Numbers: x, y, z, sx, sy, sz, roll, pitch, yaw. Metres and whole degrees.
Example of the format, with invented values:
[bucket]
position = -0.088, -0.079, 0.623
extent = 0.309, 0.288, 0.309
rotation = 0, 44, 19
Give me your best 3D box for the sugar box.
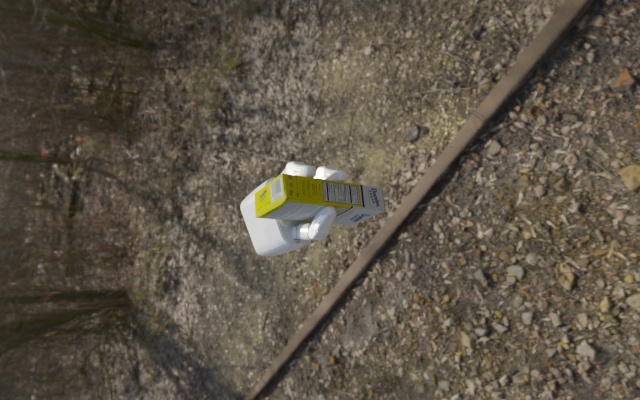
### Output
[sugar box]
position = 0.000, 0.002, 0.720
extent = 0.176, 0.048, 0.093
rotation = 4, -19, -34
